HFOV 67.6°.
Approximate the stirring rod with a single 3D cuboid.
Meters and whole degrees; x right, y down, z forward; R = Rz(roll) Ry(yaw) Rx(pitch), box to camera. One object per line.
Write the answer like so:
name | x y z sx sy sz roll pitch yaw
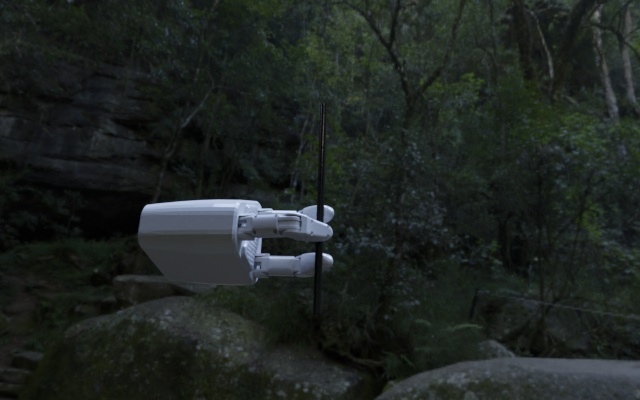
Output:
stirring rod | 0.000 0.002 0.525 0.011 0.239 0.011 2 -18 1
